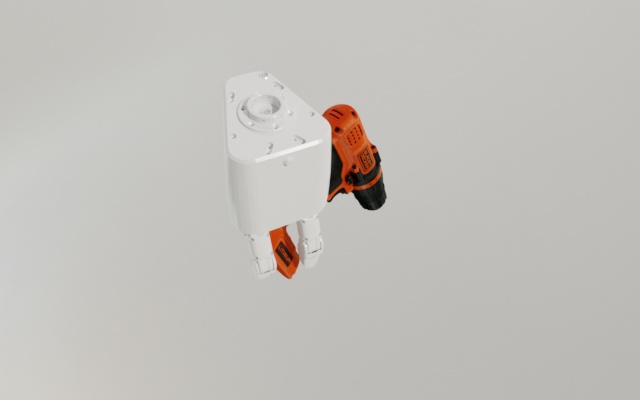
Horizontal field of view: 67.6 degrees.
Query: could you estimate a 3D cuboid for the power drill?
[{"bbox_3d":[0.000,0.002,0.577,0.057,0.187,0.185,32,-17,38],"label":"power drill"}]
